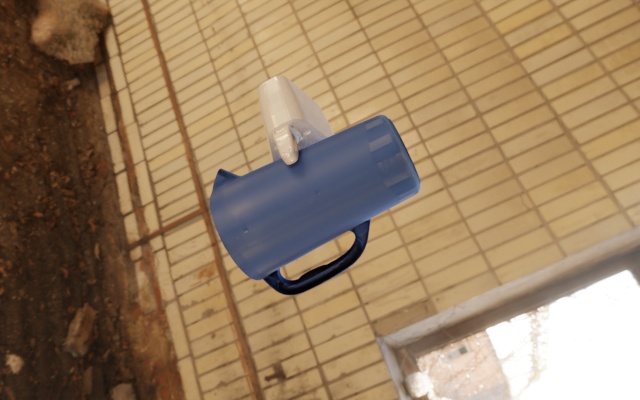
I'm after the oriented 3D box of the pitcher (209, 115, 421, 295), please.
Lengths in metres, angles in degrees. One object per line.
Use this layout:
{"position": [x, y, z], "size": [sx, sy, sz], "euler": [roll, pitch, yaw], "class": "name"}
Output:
{"position": [0.000, 0.002, 0.601], "size": [0.243, 0.145, 0.149], "euler": [-26, -40, 8], "class": "pitcher"}
